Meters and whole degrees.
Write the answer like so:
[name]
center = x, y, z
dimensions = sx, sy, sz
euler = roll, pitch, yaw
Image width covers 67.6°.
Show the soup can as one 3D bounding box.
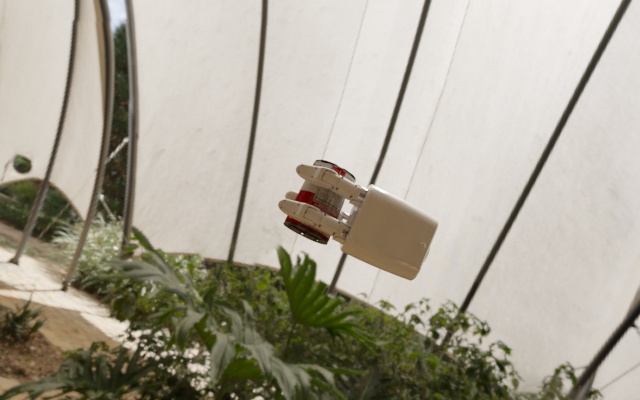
[soup can]
center = 0.000, 0.002, 0.672
dimensions = 0.068, 0.102, 0.068
euler = 25, -12, 5
